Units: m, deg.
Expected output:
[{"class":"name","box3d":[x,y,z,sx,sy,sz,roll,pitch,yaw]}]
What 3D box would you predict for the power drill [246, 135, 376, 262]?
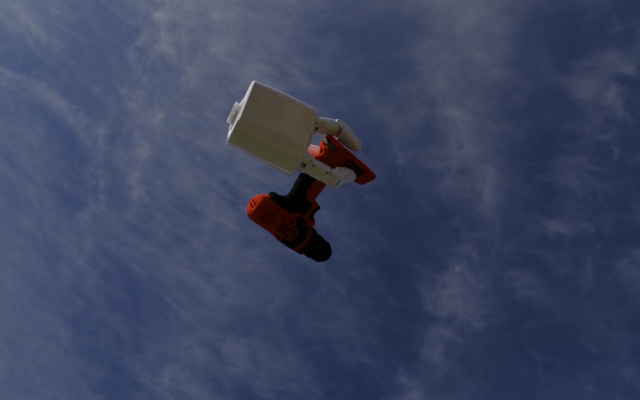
[{"class":"power drill","box3d":[0.000,0.002,0.776,0.184,0.187,0.057,38,7,-37]}]
